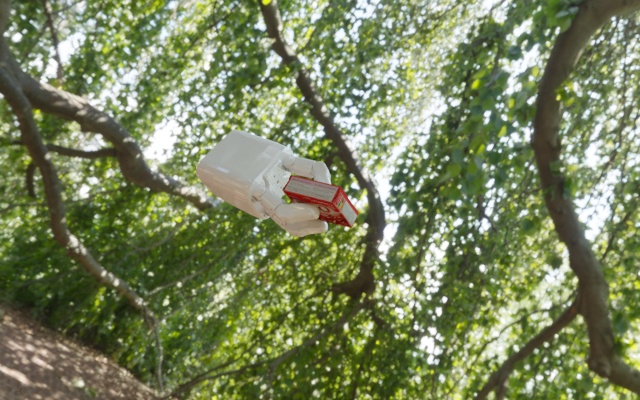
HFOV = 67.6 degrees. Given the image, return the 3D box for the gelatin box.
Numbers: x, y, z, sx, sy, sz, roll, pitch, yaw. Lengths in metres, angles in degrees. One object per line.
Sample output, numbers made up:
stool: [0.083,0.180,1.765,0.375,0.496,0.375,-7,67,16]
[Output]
gelatin box: [0.001,0.002,0.673,0.089,0.030,0.073,14,-23,33]
